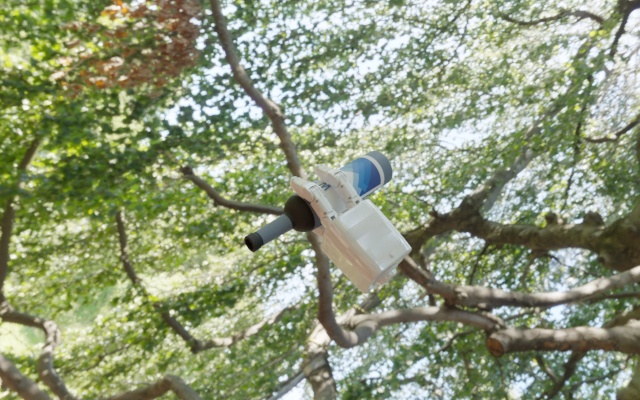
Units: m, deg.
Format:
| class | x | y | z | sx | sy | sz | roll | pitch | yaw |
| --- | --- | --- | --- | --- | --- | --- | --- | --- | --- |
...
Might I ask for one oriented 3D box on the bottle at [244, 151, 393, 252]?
| class | x | y | z | sx | sy | sz | roll | pitch | yaw |
| --- | --- | --- | --- | --- | --- | --- | --- | --- | --- |
| bottle | 0.000 | 0.002 | 0.789 | 0.295 | 0.069 | 0.069 | -31 | 18 | -33 |
